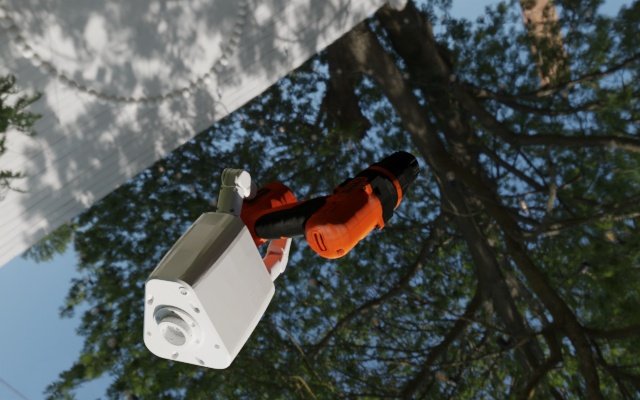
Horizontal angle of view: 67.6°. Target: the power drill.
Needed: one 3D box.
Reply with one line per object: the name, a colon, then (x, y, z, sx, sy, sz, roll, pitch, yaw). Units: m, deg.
power drill: (0.000, 0.002, 0.527, 0.187, 0.057, 0.184, -9, 19, 41)
